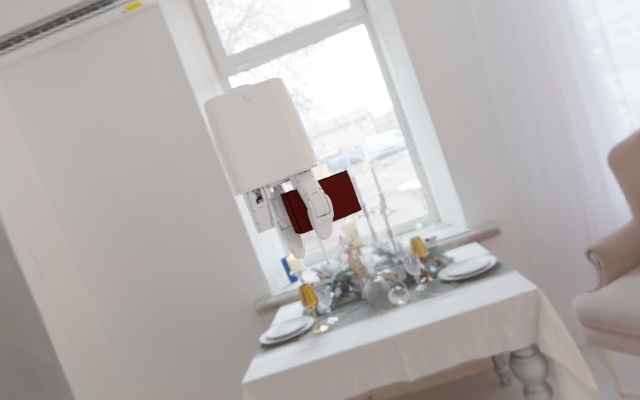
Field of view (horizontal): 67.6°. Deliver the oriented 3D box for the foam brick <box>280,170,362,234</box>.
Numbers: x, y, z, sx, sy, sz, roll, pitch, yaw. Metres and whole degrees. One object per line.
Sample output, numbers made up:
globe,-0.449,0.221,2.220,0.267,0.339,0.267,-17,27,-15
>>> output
foam brick,0.000,0.002,0.557,0.078,0.051,0.053,-21,2,-11
